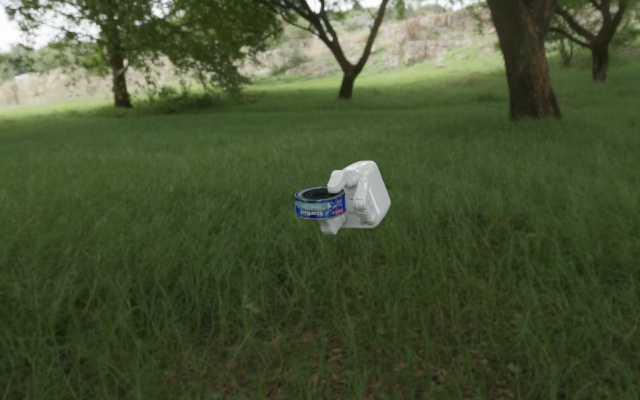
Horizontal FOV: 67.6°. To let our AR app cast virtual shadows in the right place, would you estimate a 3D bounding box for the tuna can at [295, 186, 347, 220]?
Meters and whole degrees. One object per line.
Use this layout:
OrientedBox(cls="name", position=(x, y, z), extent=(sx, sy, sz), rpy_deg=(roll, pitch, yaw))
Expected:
OrientedBox(cls="tuna can", position=(0.000, 0.002, 0.791), extent=(0.086, 0.034, 0.086), rpy_deg=(-4, 18, 1))
